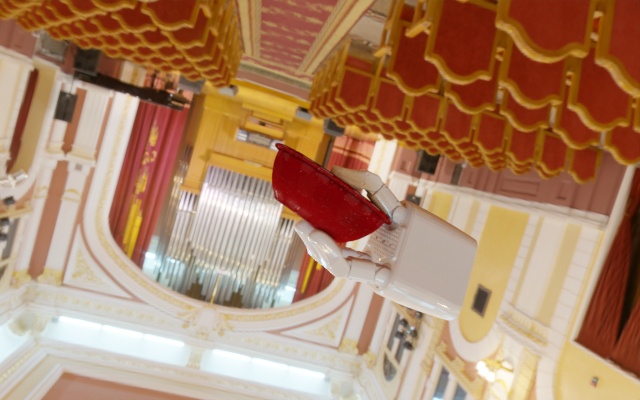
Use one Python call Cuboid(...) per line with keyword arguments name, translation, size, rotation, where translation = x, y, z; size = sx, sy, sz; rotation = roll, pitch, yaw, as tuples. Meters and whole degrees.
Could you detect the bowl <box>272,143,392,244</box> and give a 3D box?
Cuboid(name="bowl", translation=(-0.001, 0.001, 0.548), size=(0.162, 0.055, 0.162), rotation=(35, -3, 2))
